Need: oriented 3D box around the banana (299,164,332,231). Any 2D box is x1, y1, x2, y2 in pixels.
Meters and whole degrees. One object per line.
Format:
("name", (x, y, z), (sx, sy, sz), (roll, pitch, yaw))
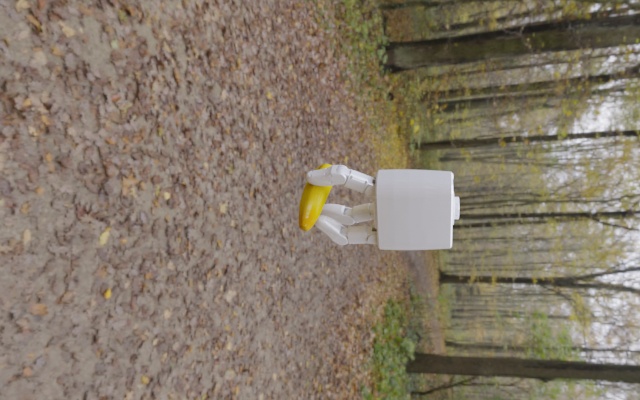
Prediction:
("banana", (0.001, -0.016, 0.741), (0.037, 0.070, 0.197), (3, 17, 11))
